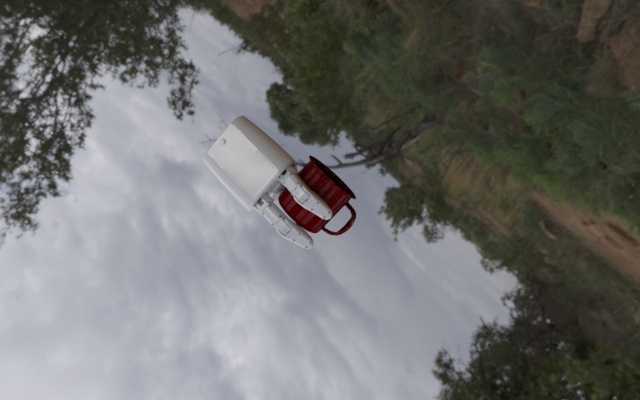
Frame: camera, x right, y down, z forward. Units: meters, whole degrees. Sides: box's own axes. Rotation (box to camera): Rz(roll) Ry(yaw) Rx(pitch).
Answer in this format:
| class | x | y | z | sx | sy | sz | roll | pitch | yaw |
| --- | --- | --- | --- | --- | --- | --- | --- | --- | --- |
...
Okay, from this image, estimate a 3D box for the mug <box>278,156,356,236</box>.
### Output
| class | x | y | z | sx | sy | sz | roll | pitch | yaw |
| --- | --- | --- | --- | --- | --- | --- | --- | --- | --- |
| mug | 0.001 | 0.003 | 0.706 | 0.117 | 0.081 | 0.093 | 44 | 10 | 10 |
